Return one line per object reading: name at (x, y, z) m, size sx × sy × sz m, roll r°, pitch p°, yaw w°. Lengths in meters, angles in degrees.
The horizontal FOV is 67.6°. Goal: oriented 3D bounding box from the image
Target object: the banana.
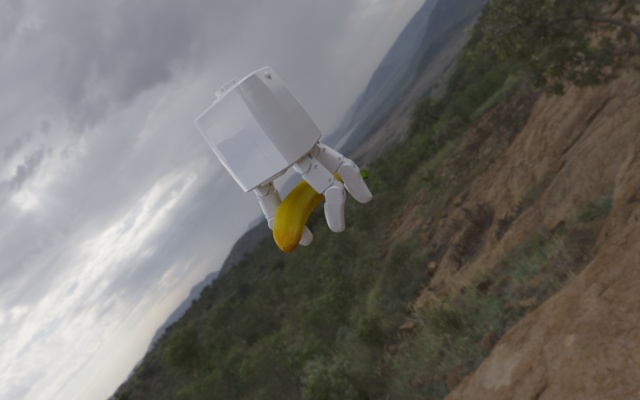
banana at (-0.013, 0.002, 0.594) m, size 0.069 × 0.037 × 0.197 m, roll -5°, pitch 26°, yaw 37°
